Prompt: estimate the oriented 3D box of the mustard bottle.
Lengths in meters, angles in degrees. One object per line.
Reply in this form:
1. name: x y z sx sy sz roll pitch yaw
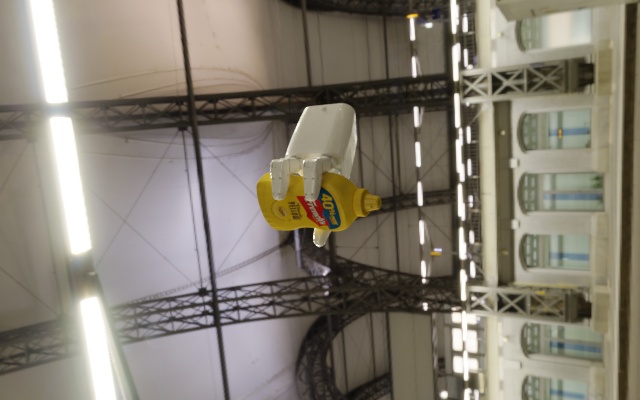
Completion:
1. mustard bottle: 0.000 0.003 0.729 0.191 0.096 0.058 0 33 27
